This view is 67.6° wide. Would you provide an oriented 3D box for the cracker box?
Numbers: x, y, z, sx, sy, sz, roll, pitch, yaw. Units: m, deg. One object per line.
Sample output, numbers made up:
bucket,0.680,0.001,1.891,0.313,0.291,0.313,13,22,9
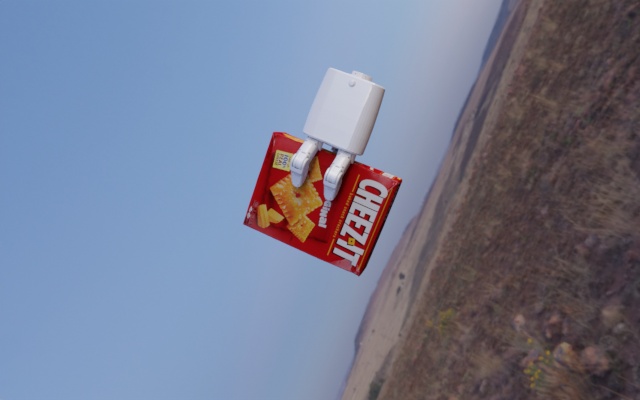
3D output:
cracker box,0.000,0.002,0.769,0.213,0.164,0.072,23,12,11
